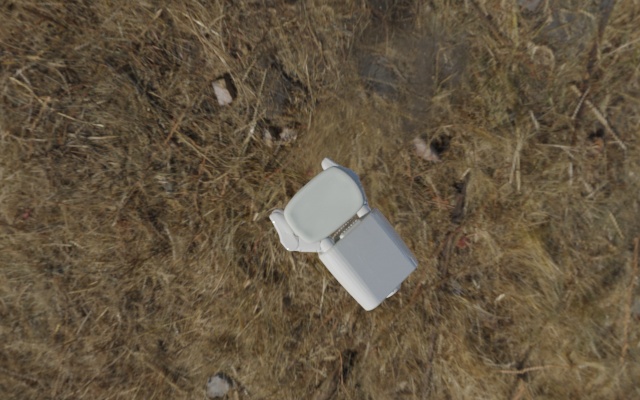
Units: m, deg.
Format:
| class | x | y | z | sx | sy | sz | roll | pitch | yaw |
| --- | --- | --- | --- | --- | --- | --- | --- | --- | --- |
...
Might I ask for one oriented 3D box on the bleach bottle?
| class | x | y | z | sx | sy | sz | roll | pitch | yaw |
| --- | --- | --- | --- | --- | --- | --- | --- | --- | --- |
| bleach bottle | 0.000 | 0.002 | 0.704 | 0.102 | 0.068 | 0.251 | -40 | 3 | 0 |
